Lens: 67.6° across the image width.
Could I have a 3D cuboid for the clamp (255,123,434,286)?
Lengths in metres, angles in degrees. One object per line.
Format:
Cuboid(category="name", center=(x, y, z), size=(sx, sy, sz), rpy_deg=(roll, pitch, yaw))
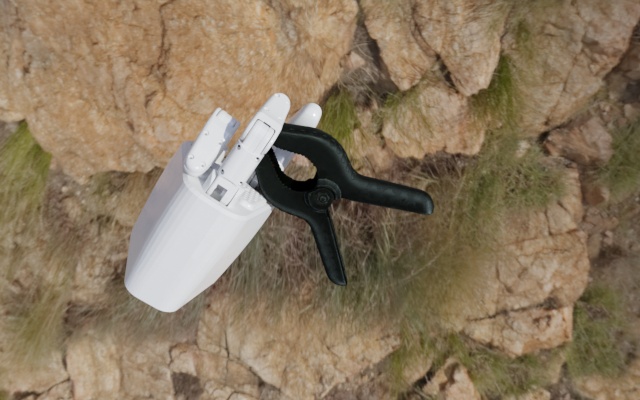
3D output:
Cuboid(category="clamp", center=(0.000, 0.001, 0.417), size=(0.171, 0.120, 0.039), rpy_deg=(33, 14, -12))
